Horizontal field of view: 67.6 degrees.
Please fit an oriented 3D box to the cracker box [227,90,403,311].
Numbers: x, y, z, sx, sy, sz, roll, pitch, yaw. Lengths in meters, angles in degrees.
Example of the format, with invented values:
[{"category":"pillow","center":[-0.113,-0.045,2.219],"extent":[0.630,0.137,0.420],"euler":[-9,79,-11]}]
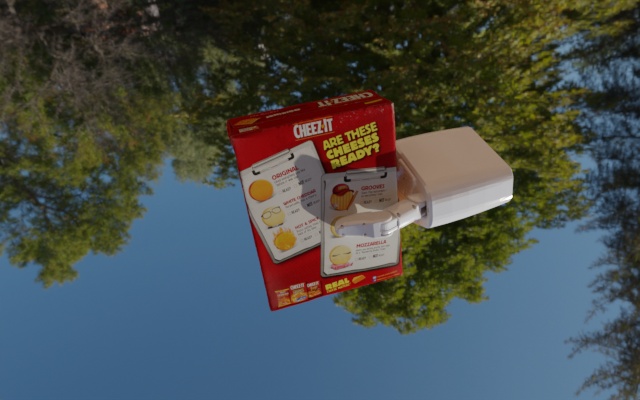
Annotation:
[{"category":"cracker box","center":[0.000,0.002,0.529],"extent":[0.164,0.214,0.072],"euler":[-14,28,-10]}]
